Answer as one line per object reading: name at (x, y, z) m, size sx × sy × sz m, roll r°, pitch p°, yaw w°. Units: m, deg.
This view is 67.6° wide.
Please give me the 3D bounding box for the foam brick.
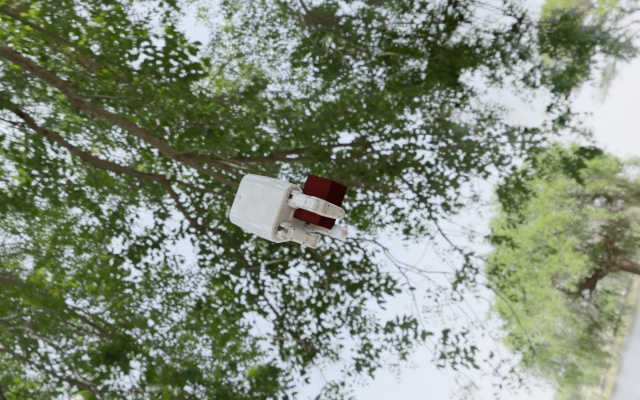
foam brick at (0.000, 0.002, 0.787) m, size 0.051 × 0.078 × 0.053 m, roll 18°, pitch -4°, yaw 34°
